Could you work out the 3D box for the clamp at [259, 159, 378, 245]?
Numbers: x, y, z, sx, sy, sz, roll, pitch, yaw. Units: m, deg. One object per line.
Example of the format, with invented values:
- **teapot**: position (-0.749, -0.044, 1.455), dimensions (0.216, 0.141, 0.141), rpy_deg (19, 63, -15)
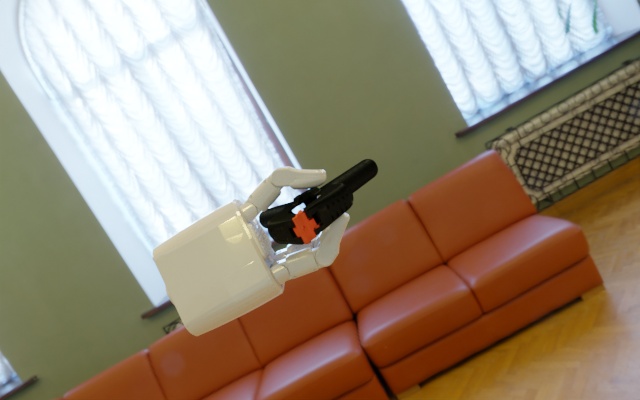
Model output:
- **clamp**: position (0.000, 0.001, 0.520), dimensions (0.164, 0.036, 0.210), rpy_deg (-28, 7, 1)
